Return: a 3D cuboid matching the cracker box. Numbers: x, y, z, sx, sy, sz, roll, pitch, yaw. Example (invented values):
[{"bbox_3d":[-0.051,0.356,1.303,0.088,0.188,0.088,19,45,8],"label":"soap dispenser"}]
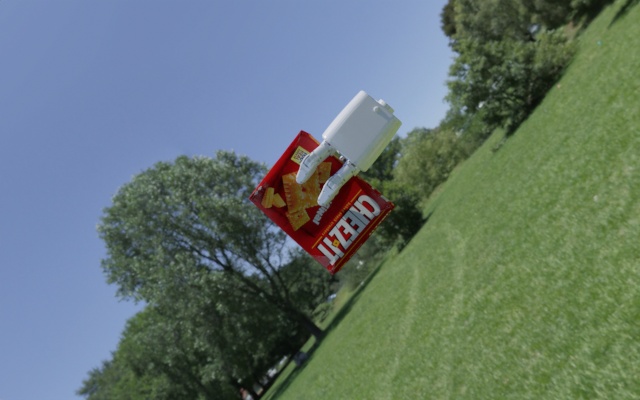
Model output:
[{"bbox_3d":[0.000,0.003,0.868,0.213,0.164,0.072,41,10,10],"label":"cracker box"}]
